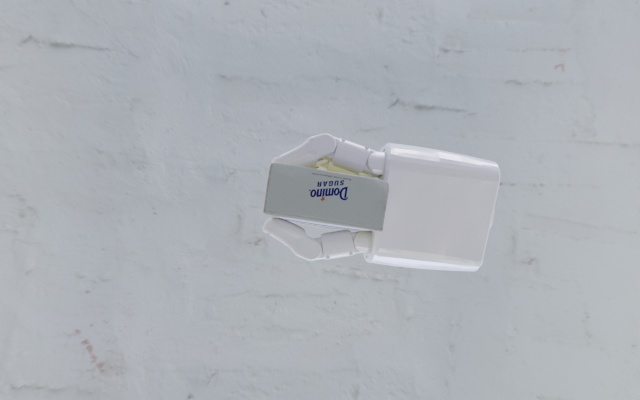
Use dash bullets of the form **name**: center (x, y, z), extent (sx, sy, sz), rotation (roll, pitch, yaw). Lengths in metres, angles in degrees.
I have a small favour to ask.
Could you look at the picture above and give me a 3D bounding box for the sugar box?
- **sugar box**: center (0.000, 0.001, 0.439), extent (0.093, 0.048, 0.176), rotation (9, -6, -3)
